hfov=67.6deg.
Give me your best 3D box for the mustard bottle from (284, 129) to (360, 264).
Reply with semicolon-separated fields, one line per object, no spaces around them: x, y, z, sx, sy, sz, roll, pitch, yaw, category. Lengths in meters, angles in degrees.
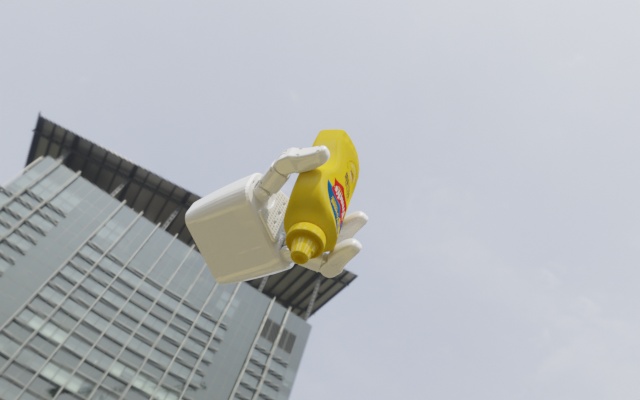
0.000;0.002;0.543;0.058;0.096;0.191;2;36;15;mustard bottle
